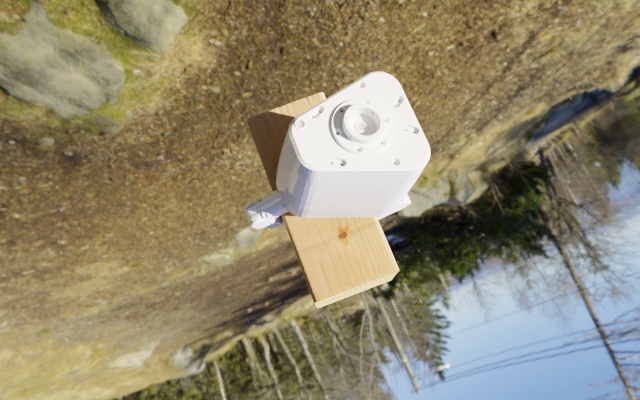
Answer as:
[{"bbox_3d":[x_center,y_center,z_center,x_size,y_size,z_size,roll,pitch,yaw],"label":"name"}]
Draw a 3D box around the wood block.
[{"bbox_3d":[0.000,0.002,0.523,0.091,0.206,0.090,-20,-16,-3],"label":"wood block"}]
